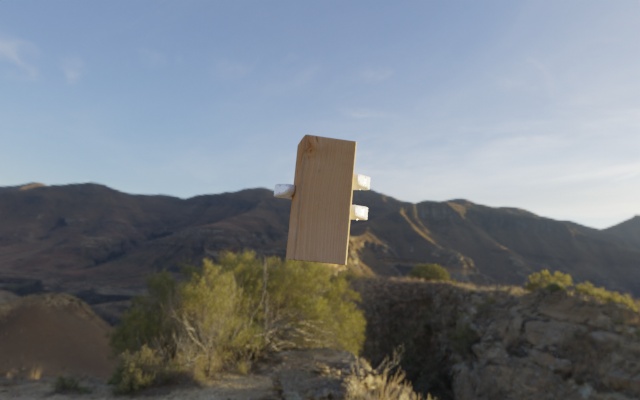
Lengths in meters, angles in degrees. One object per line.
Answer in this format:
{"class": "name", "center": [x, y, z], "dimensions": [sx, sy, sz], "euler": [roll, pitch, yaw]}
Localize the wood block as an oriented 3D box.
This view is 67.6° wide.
{"class": "wood block", "center": [0.000, 0.003, 0.818], "dimensions": [0.091, 0.206, 0.090], "euler": [6, -7, -12]}
